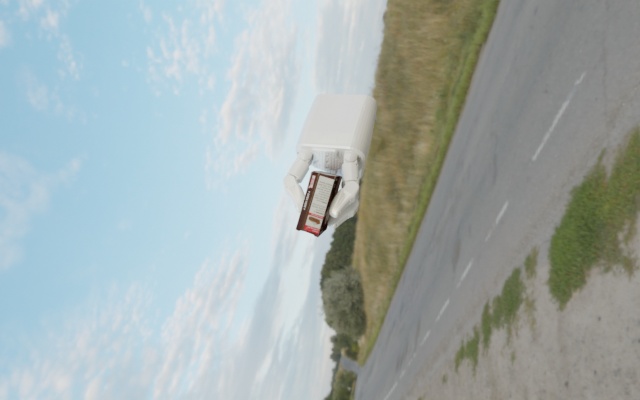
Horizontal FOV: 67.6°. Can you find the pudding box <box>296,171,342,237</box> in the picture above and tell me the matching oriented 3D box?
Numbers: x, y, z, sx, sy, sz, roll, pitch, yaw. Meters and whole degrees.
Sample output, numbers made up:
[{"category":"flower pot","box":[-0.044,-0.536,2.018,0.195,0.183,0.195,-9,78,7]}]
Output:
[{"category":"pudding box","box":[0.000,0.002,0.711,0.039,0.090,0.113,16,4,8]}]
